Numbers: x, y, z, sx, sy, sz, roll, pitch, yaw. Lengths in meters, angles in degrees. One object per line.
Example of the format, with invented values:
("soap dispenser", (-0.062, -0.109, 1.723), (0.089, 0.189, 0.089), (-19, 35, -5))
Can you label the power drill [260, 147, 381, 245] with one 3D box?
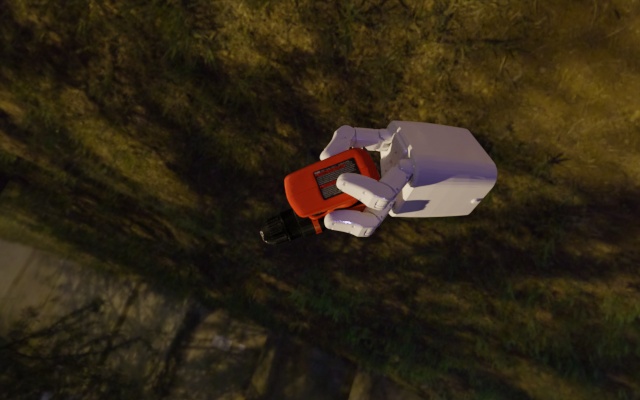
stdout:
("power drill", (0.000, 0.002, 0.614), (0.184, 0.057, 0.188), (-23, -10, -4))
